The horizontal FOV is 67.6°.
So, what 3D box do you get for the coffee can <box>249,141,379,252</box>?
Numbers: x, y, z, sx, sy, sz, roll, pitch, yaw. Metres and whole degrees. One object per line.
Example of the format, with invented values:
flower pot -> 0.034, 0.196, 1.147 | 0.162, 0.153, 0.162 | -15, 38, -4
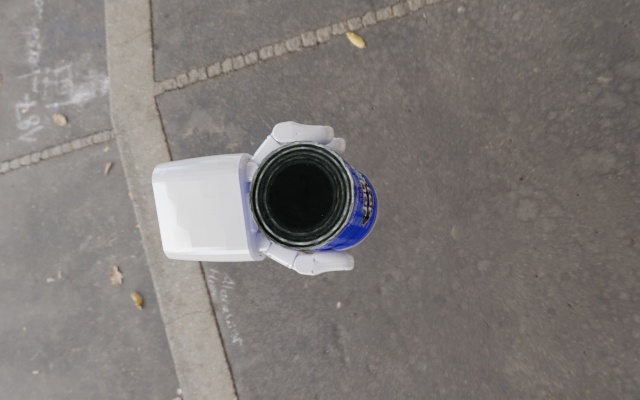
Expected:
coffee can -> 0.000, 0.002, 0.503 | 0.103, 0.103, 0.140 | 0, -5, 16
